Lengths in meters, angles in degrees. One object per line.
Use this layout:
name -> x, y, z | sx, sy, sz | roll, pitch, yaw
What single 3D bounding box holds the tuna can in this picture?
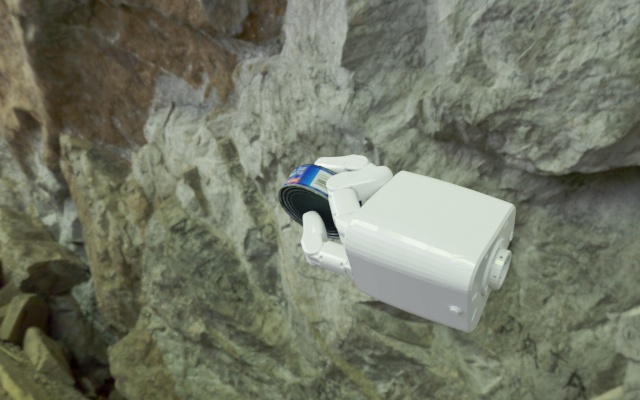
tuna can -> 0.000, 0.001, 0.506 | 0.086, 0.033, 0.086 | 25, -29, 15
